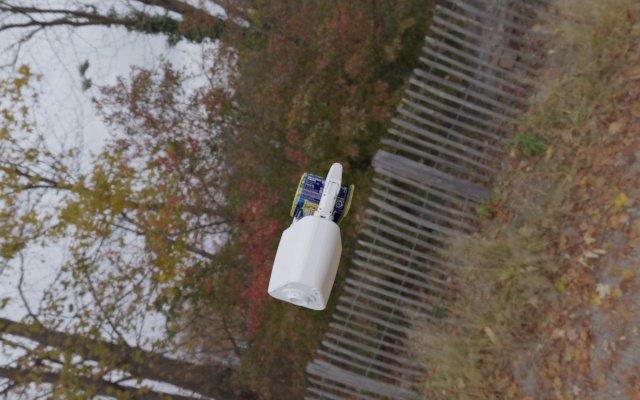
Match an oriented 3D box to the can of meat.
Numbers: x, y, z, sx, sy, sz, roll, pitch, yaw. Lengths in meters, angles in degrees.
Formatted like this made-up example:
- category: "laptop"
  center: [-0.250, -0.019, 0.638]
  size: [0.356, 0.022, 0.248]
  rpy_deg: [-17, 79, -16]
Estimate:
- category: "can of meat"
  center: [0.000, 0.002, 0.785]
  size: [0.084, 0.057, 0.102]
  rpy_deg: [17, -26, -4]
